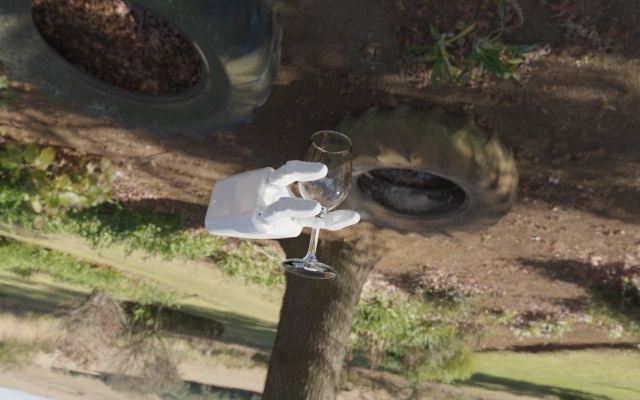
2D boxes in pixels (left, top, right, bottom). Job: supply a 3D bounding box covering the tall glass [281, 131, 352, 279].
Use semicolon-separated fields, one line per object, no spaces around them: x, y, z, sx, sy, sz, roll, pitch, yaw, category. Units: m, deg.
0.000;0.003;0.671;0.079;0.201;0.079;9;-24;4;tall glass
